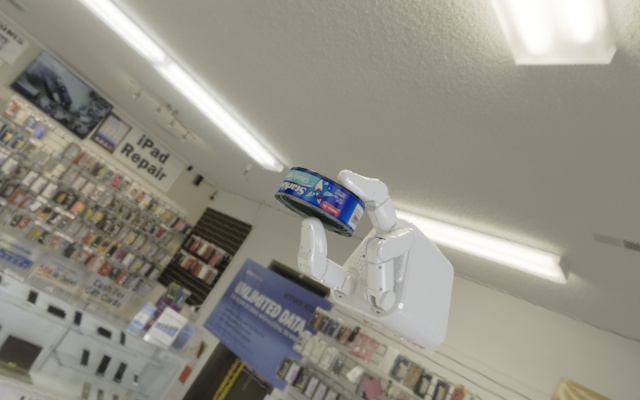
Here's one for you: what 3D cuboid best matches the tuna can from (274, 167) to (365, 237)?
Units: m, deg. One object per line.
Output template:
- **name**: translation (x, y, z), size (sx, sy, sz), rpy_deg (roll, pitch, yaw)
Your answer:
- **tuna can**: translation (0.000, 0.001, 0.471), size (0.086, 0.033, 0.086), rpy_deg (27, -10, 5)
